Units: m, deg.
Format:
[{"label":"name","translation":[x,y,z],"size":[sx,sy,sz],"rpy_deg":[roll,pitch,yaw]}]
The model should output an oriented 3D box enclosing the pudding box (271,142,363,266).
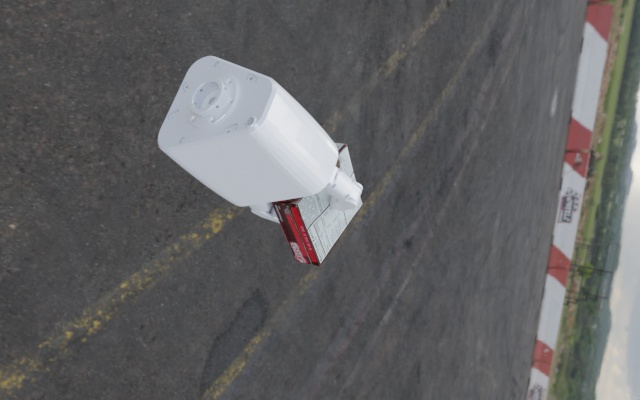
[{"label":"pudding box","translation":[0.000,0.002,0.526],"size":[0.039,0.090,0.113],"rpy_deg":[10,43,33]}]
